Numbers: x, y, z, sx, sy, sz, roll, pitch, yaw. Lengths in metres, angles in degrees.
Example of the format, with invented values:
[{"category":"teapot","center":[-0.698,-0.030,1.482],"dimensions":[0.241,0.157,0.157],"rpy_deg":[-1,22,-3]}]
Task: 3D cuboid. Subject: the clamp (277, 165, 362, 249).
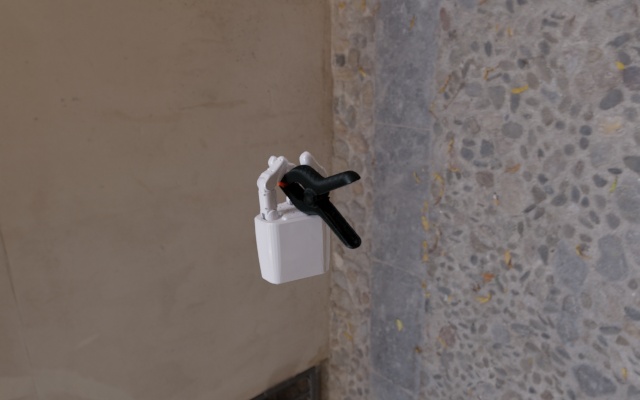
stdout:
[{"category":"clamp","center":[0.000,0.002,0.709],"dimensions":[0.039,0.120,0.171],"rpy_deg":[-19,23,-36]}]
